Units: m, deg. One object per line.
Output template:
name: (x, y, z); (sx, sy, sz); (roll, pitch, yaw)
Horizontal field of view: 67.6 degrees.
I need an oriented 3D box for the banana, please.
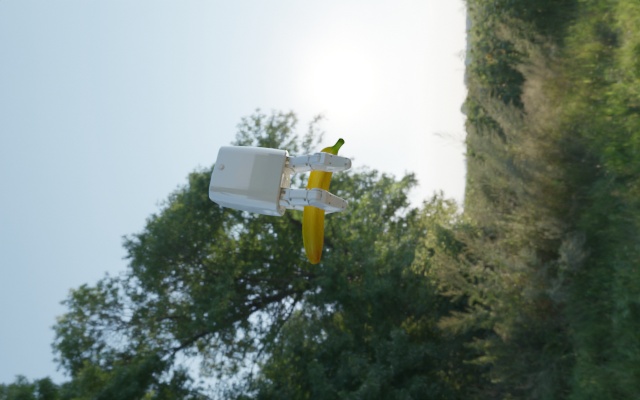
banana: (-0.004, -0.001, 0.754); (0.037, 0.198, 0.069); (11, -3, -14)
